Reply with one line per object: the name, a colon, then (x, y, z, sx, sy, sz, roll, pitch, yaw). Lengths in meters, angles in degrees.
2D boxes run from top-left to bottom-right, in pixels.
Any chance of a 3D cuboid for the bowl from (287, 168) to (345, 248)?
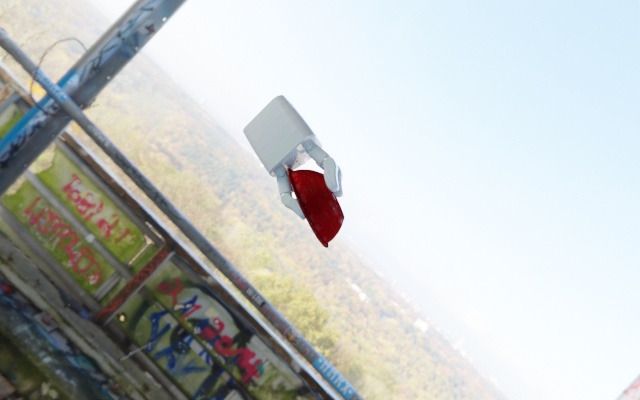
bowl: (0.001, 0.004, 0.867, 0.055, 0.162, 0.162, -26, -3, 6)
